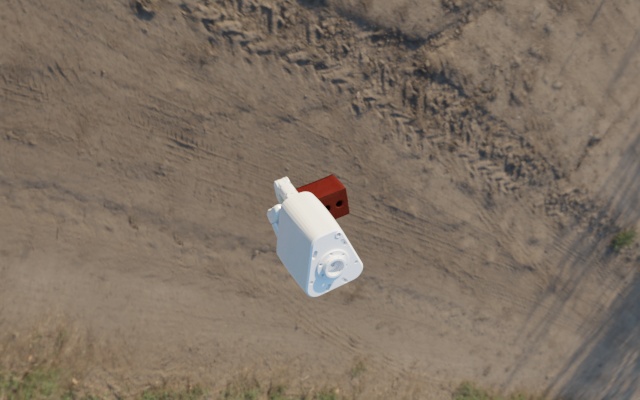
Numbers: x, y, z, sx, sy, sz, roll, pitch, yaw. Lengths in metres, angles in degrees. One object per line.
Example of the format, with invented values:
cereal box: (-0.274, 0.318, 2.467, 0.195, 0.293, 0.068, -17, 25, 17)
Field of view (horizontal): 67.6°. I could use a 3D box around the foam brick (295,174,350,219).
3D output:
foam brick: (0.000, 0.002, 0.763, 0.078, 0.053, 0.051, -22, 36, -16)
